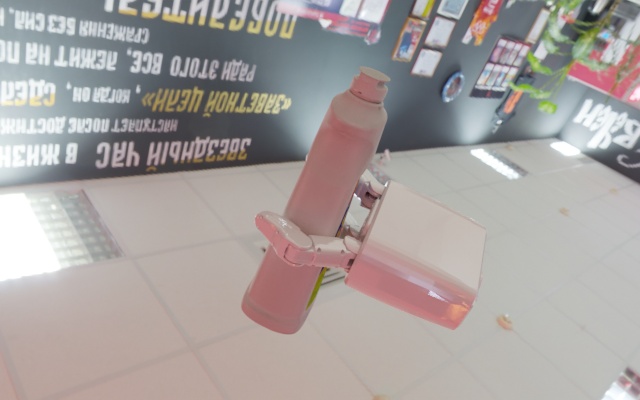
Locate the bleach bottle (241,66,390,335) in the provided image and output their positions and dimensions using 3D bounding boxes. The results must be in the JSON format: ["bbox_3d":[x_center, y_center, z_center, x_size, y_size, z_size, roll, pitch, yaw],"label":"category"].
[{"bbox_3d":[0.000,0.001,0.443,0.068,0.251,0.102,25,29,4],"label":"bleach bottle"}]
